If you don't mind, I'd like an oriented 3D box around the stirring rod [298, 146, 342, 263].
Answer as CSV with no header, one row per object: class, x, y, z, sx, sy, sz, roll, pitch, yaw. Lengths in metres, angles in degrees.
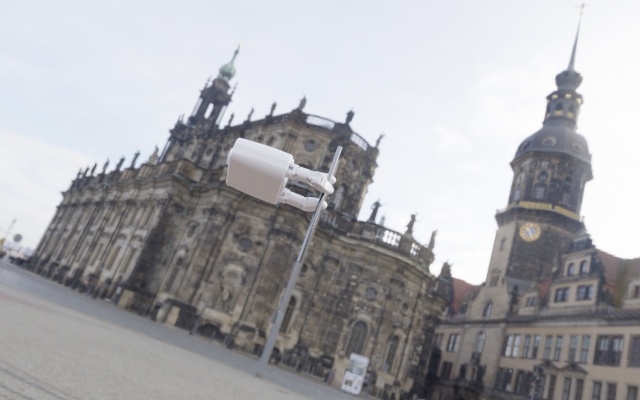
stirring rod,0.000,0.003,0.897,0.011,0.239,0.011,18,-18,6
